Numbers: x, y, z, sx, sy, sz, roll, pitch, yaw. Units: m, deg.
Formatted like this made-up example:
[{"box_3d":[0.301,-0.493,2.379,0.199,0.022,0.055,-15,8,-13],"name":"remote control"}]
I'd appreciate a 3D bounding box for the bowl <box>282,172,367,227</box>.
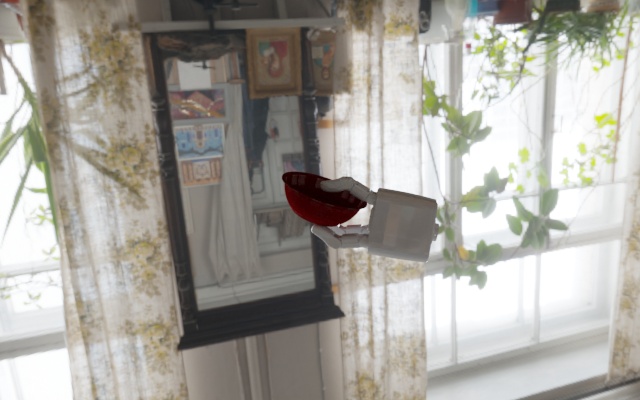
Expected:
[{"box_3d":[-0.001,0.003,0.862,0.162,0.055,0.162,18,17,-6],"name":"bowl"}]
